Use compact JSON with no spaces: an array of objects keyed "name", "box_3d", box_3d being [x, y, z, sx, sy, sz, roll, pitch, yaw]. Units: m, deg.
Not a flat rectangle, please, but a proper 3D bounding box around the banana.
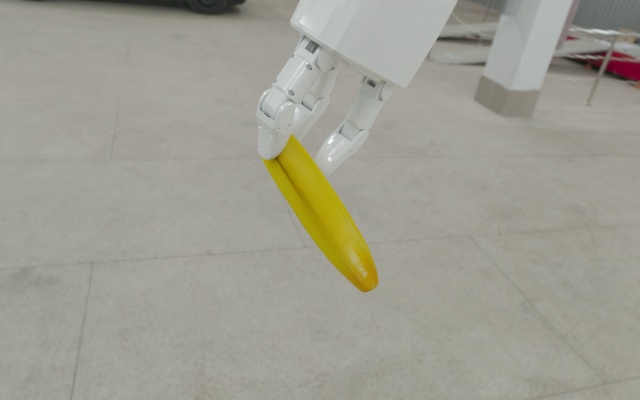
[{"name":"banana","box_3d":[-0.010,-0.010,0.403,0.070,0.037,0.197,46,8,-47]}]
